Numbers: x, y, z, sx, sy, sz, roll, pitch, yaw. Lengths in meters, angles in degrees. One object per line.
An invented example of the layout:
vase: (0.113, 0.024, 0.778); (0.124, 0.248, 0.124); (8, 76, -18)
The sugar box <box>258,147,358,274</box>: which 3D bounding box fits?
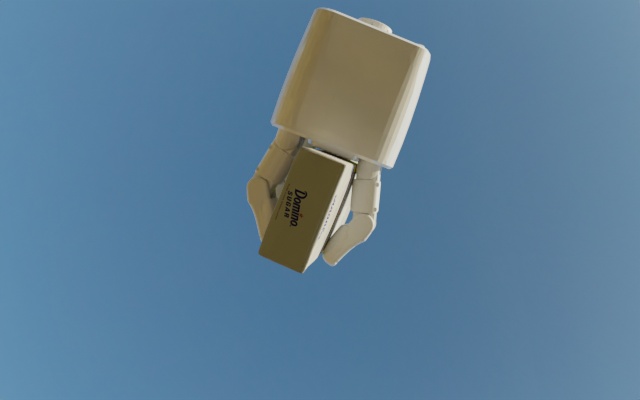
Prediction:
sugar box: (0.000, 0.001, 0.444); (0.048, 0.093, 0.176); (23, 7, 10)
